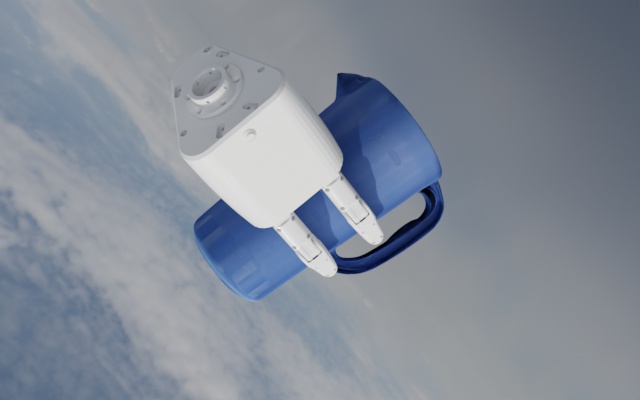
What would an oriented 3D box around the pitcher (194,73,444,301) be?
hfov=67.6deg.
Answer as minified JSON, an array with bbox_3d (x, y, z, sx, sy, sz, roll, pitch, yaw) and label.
[{"bbox_3d":[0.000,0.002,0.500,0.243,0.149,0.145,-38,-37,1],"label":"pitcher"}]
